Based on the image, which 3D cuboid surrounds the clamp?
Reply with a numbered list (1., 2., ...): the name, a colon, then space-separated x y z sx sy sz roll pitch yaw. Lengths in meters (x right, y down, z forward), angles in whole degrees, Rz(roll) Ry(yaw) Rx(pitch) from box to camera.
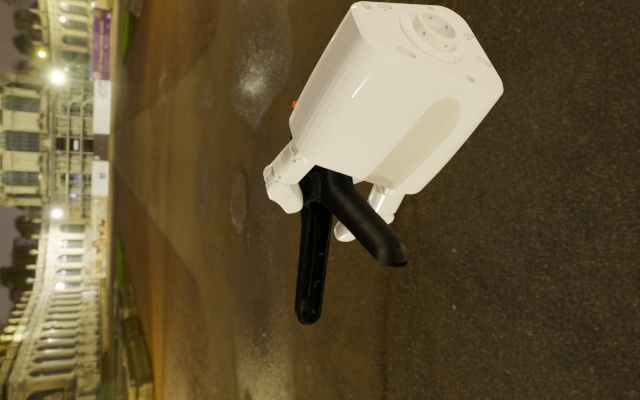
1. clamp: -0.001 0.001 0.436 0.036 0.209 0.165 4 -36 -28
